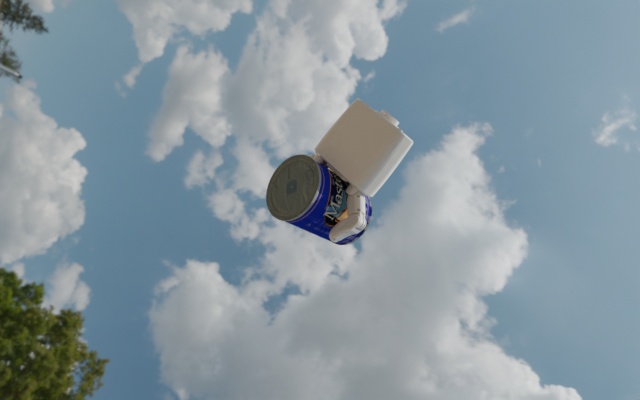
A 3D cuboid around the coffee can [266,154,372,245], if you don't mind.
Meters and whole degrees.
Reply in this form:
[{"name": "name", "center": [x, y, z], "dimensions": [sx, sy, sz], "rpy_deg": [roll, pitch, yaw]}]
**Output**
[{"name": "coffee can", "center": [0.000, 0.003, 0.745], "dimensions": [0.103, 0.102, 0.140], "rpy_deg": [0, -19, 41]}]
